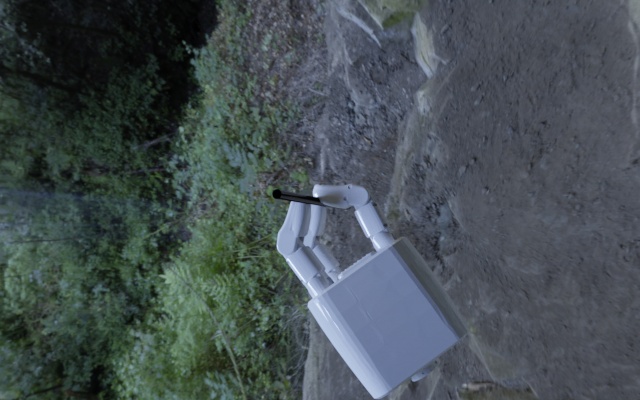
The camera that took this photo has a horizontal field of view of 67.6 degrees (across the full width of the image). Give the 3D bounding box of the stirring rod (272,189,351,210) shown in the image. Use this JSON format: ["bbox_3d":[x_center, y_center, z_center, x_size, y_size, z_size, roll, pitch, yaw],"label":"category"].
[{"bbox_3d":[0.000,0.002,0.492,0.011,0.011,0.239,0,-3,17],"label":"stirring rod"}]
